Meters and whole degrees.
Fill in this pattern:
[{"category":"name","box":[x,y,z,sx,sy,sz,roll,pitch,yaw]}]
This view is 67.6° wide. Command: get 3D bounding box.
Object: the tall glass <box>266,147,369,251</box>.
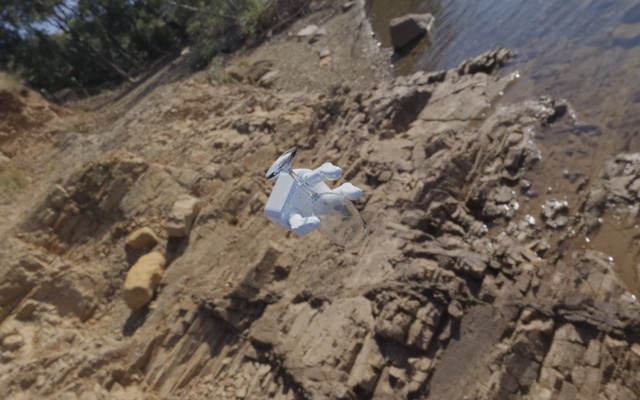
[{"category":"tall glass","box":[0.000,0.002,0.836,0.201,0.079,0.079,45,-20,-21]}]
